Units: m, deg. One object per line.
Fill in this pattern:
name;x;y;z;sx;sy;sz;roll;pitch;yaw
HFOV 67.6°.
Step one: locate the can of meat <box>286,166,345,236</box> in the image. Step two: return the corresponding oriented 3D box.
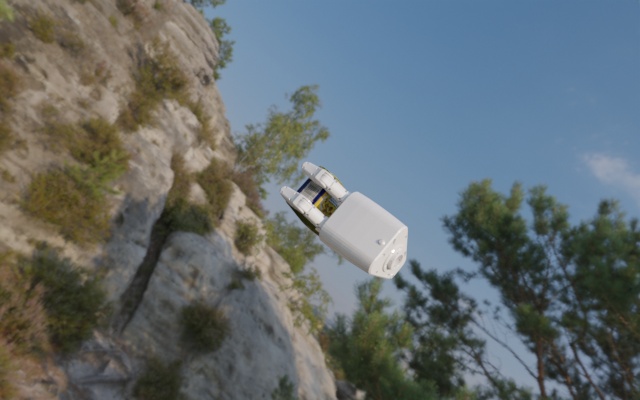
can of meat;0.000;0.002;0.817;0.057;0.084;0.102;35;-12;35
